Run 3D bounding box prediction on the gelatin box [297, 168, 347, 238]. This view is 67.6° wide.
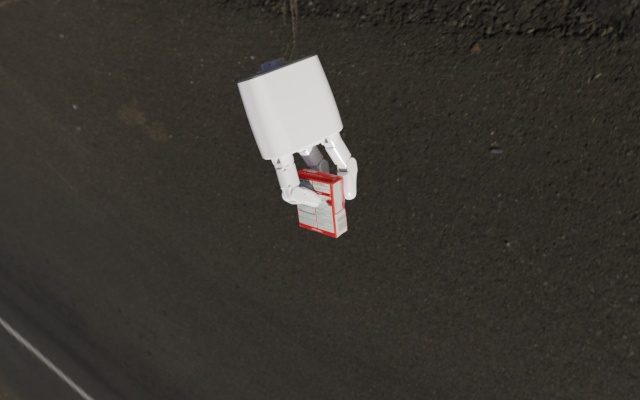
[{"bbox_3d":[0.000,0.003,0.694,0.073,0.089,0.030,15,32,38],"label":"gelatin box"}]
